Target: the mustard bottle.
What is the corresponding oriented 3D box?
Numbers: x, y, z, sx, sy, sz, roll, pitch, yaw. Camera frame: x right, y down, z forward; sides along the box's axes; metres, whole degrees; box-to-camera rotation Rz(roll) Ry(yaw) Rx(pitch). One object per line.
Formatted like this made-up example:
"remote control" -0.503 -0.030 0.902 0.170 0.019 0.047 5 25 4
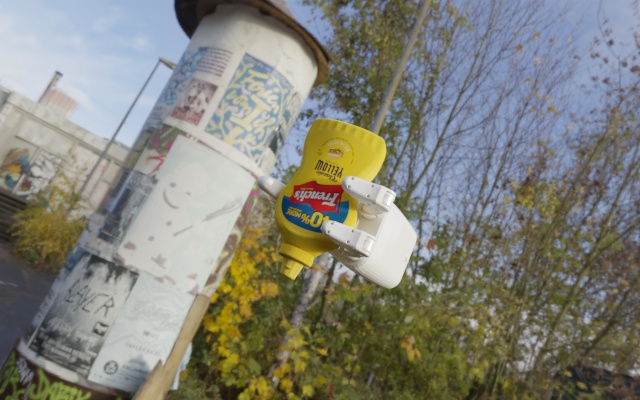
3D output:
"mustard bottle" 0.000 0.001 0.562 0.096 0.191 0.058 21 -13 15
